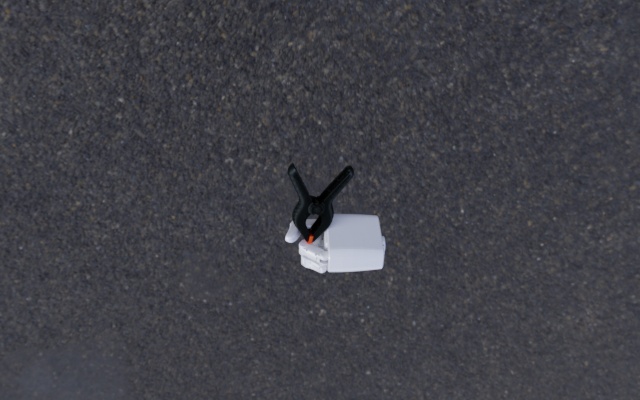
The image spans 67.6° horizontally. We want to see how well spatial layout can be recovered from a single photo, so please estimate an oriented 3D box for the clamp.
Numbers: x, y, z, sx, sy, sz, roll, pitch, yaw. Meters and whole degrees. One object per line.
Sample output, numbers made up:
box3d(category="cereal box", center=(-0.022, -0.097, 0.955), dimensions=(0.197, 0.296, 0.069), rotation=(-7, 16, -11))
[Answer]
box3d(category="clamp", center=(0.000, 0.003, 0.883), dimensions=(0.120, 0.172, 0.039), rotation=(-3, 36, -7))
